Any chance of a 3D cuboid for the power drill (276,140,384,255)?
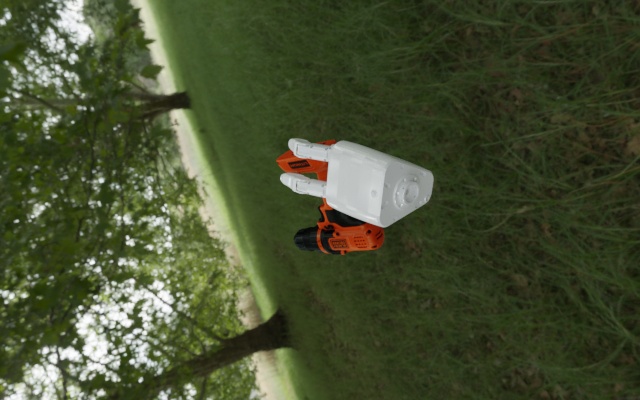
[{"bbox_3d":[0.000,0.002,0.782,0.184,0.188,0.057,-8,24,41],"label":"power drill"}]
